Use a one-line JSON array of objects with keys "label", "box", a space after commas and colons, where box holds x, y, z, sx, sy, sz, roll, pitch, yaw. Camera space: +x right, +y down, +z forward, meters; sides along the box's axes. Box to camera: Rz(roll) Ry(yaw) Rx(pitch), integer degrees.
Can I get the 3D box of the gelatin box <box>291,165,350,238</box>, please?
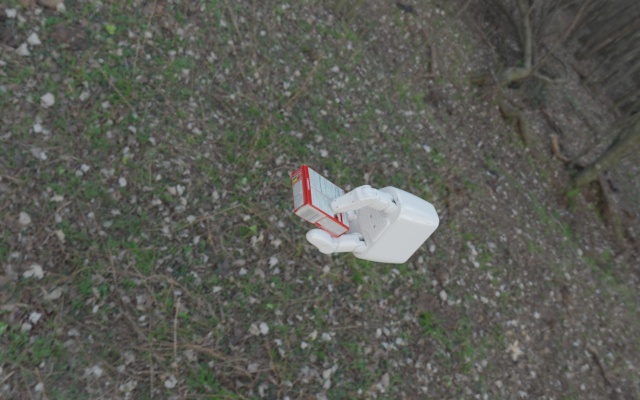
[{"label": "gelatin box", "box": [0.000, 0.002, 0.668, 0.030, 0.073, 0.089, -33, -47, 28]}]
